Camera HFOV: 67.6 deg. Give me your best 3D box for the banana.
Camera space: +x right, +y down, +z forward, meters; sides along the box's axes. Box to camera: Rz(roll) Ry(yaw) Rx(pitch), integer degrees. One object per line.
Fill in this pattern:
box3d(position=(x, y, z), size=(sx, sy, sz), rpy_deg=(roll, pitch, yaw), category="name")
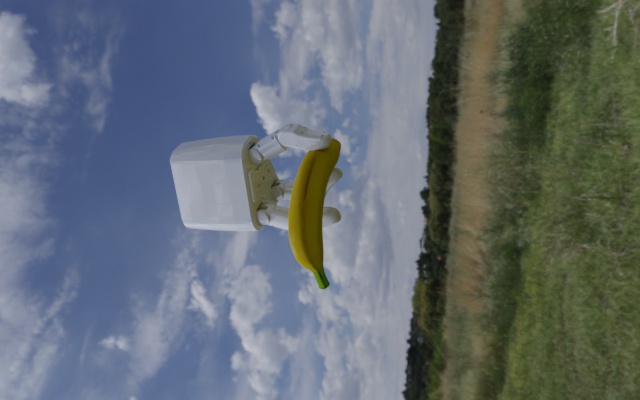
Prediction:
box3d(position=(-0.006, -0.005, 0.536), size=(0.037, 0.197, 0.070), rpy_deg=(-4, -33, 19), category="banana")
